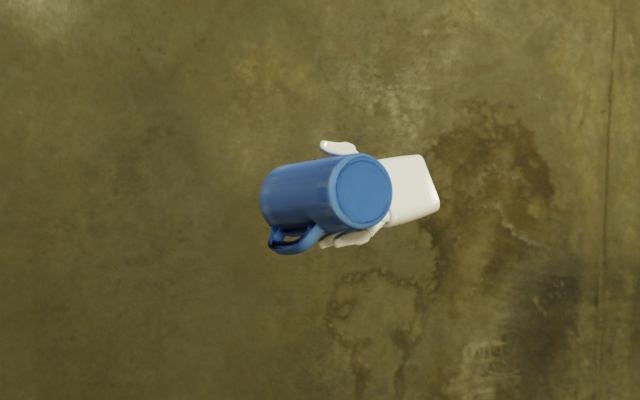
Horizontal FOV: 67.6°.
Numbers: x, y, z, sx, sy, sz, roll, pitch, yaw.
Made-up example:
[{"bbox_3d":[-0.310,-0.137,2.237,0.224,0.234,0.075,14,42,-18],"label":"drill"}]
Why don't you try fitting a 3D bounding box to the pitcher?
[{"bbox_3d":[0.000,0.002,0.764,0.145,0.149,0.243,-13,3,-27],"label":"pitcher"}]
